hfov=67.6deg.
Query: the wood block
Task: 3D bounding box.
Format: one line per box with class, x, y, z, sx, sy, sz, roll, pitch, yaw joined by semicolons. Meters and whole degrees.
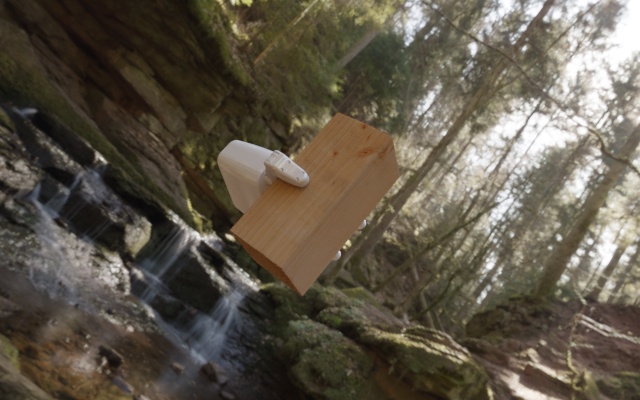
wood block;0.000;0.002;0.598;0.090;0.206;0.091;31;-18;31
